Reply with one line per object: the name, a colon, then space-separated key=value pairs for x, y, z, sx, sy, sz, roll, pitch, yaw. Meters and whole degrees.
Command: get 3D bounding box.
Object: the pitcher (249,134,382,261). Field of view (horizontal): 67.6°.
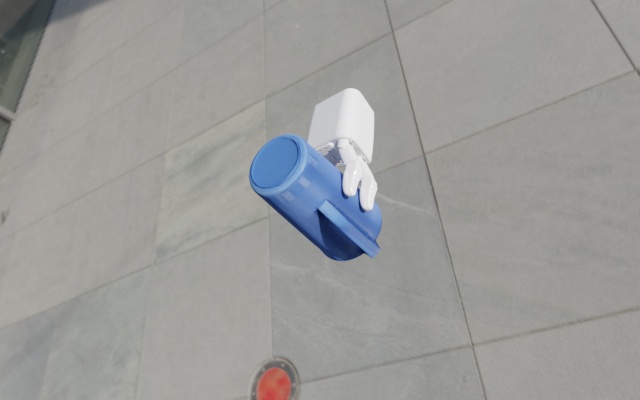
pitcher: x=0.000 y=0.002 z=0.787 sx=0.149 sy=0.145 sz=0.243 roll=-10 pitch=-32 yaw=30
